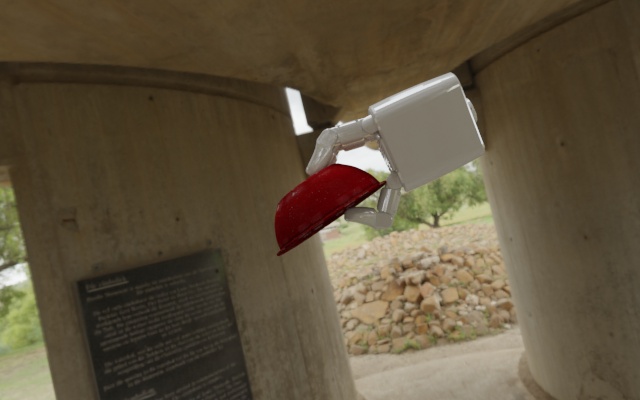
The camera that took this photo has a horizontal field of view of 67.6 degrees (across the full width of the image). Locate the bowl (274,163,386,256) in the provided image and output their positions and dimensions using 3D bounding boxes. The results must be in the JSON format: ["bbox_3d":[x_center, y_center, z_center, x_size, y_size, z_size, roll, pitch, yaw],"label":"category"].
[{"bbox_3d":[-0.001,0.002,0.588,0.162,0.055,0.162,-34,-5,-3],"label":"bowl"}]
